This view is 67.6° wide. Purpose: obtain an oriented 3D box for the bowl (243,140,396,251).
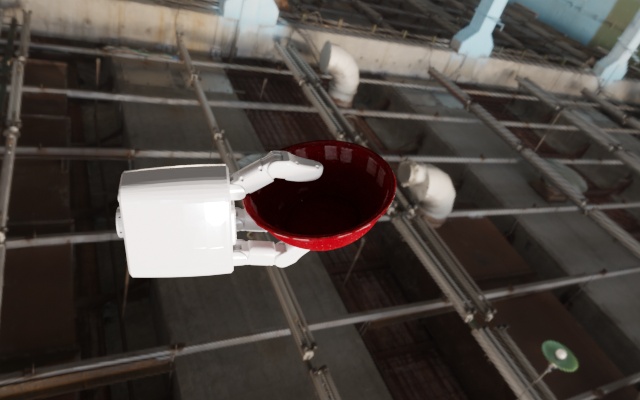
[{"bbox_3d":[0.001,0.002,0.517,0.162,0.055,0.162,-4,42,3],"label":"bowl"}]
